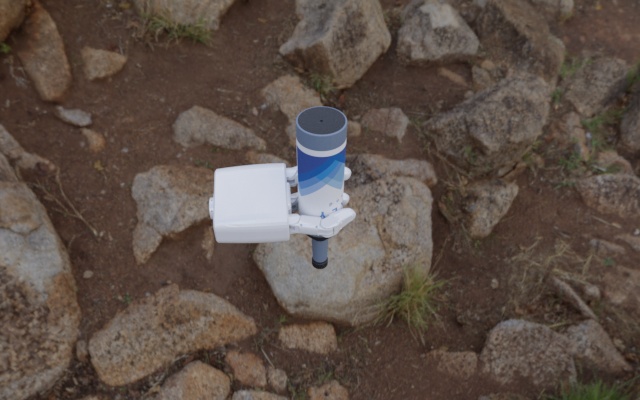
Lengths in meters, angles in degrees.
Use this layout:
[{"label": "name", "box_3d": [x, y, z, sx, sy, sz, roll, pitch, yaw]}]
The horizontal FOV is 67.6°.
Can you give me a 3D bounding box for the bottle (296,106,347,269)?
[{"label": "bottle", "box_3d": [0.000, 0.002, 0.715, 0.069, 0.296, 0.069, 0, 44, 0]}]
